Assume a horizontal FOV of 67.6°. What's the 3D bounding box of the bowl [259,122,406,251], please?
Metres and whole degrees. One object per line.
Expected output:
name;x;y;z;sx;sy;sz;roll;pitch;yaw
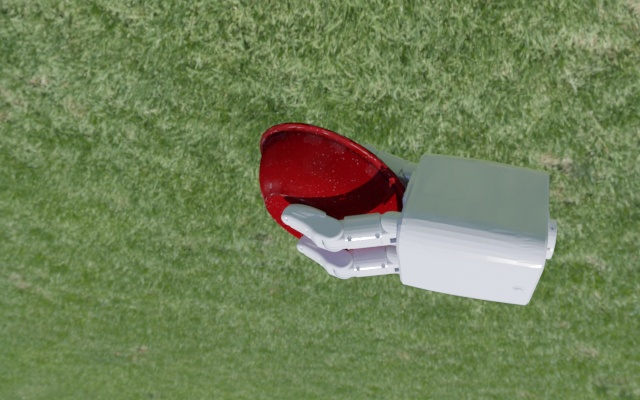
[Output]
bowl;-0.001;0.002;0.455;0.162;0.055;0.162;24;-25;12
